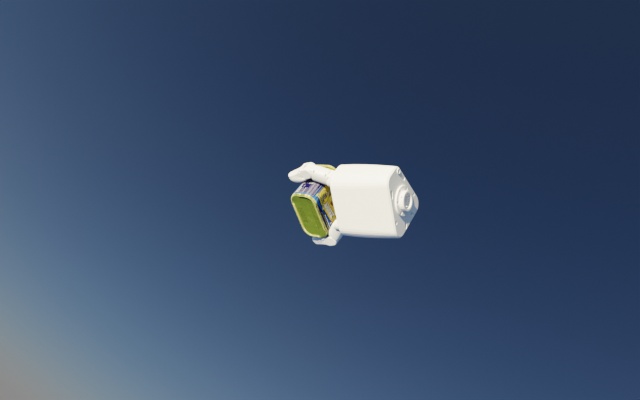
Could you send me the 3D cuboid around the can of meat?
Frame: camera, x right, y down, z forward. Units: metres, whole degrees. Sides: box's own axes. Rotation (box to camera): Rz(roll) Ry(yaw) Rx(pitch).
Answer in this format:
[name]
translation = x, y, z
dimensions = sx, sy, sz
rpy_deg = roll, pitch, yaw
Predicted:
[can of meat]
translation = 0.000, 0.003, 0.839
dimensions = 0.057, 0.102, 0.084
rpy_deg = 6, 42, 35
